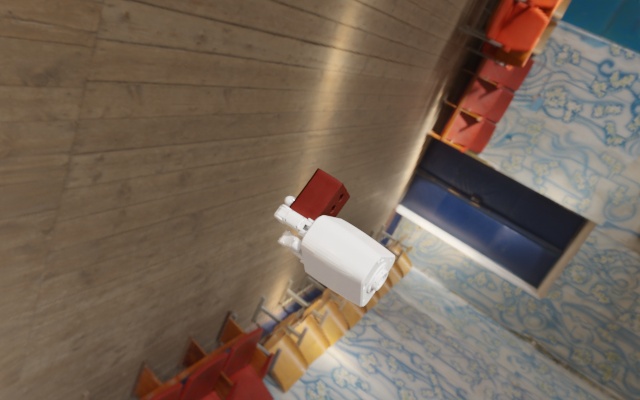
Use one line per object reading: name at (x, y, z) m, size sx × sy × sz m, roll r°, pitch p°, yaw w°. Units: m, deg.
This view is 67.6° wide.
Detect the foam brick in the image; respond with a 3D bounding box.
foam brick at (0.000, 0.002, 0.731) m, size 0.051 × 0.078 × 0.053 m, roll 31°, pitch -11°, yaw 27°
